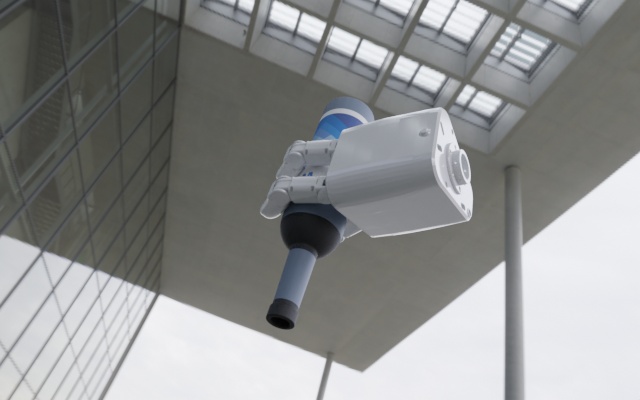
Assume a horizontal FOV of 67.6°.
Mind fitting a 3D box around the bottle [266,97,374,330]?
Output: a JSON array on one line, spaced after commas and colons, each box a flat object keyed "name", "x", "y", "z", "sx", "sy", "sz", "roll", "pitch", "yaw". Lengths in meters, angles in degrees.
[{"name": "bottle", "x": 0.000, "y": 0.002, "z": 0.521, "sx": 0.069, "sy": 0.295, "sz": 0.069, "roll": 11, "pitch": -40, "yaw": 9}]
